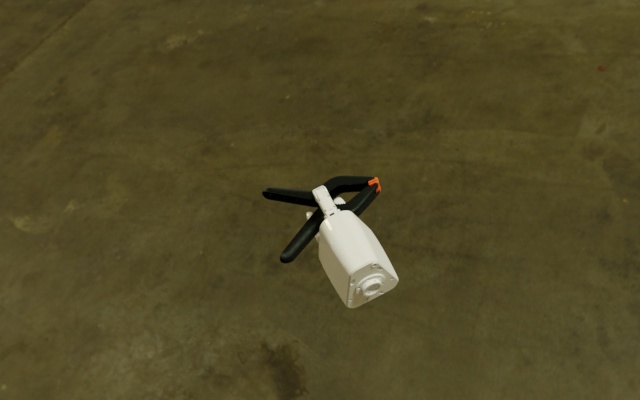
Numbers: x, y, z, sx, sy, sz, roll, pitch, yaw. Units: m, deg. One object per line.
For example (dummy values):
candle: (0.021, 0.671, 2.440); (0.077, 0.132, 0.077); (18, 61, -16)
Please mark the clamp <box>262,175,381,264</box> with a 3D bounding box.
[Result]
clamp: (0.001, 0.002, 0.835); (0.210, 0.164, 0.036); (-27, -38, -3)
